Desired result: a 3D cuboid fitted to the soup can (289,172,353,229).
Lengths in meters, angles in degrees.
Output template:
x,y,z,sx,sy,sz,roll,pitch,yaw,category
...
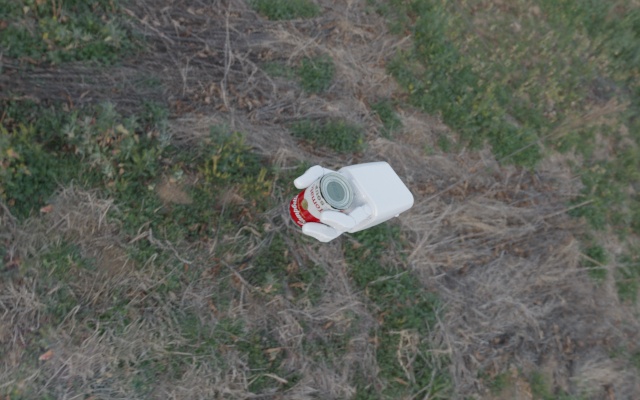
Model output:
x,y,z,sx,sy,sz,roll,pitch,yaw,category
0.000,0.003,0.807,0.068,0.068,0.102,0,-22,-36,soup can
